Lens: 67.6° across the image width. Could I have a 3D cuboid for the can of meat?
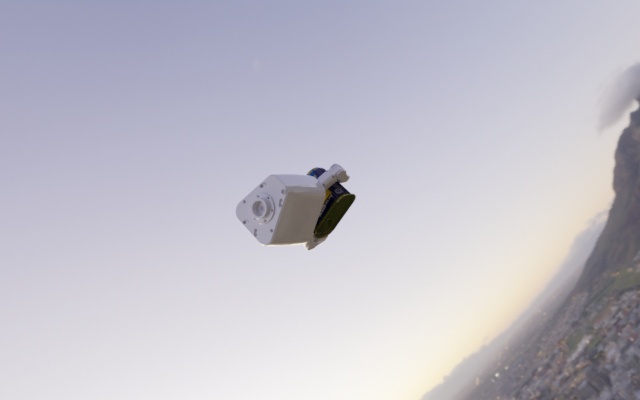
[{"bbox_3d":[0.000,0.003,0.863,0.084,0.102,0.057,44,24,25],"label":"can of meat"}]
